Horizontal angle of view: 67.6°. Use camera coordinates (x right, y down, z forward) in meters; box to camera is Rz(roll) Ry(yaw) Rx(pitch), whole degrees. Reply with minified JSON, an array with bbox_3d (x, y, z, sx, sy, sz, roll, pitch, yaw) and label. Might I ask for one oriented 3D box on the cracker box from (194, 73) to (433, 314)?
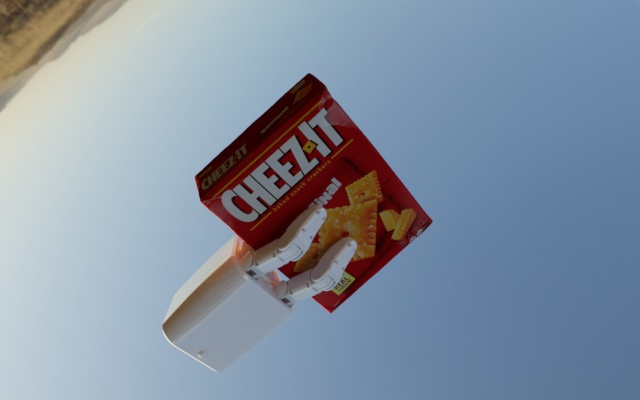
[{"bbox_3d":[0.000,0.002,0.519,0.214,0.164,0.072,46,4,-31],"label":"cracker box"}]
